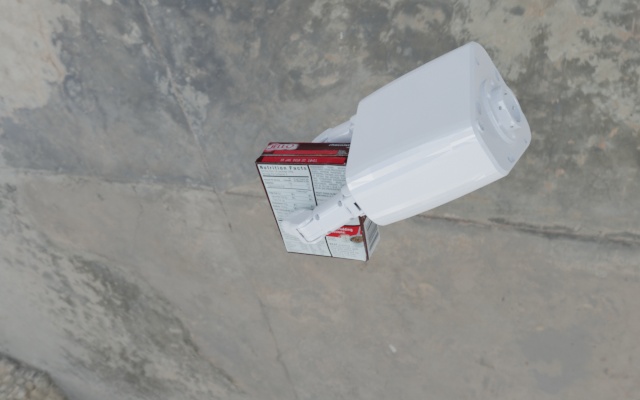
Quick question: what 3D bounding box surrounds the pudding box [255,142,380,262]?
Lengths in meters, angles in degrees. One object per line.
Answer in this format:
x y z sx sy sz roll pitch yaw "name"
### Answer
0.000 0.002 0.435 0.090 0.114 0.039 4 38 25 "pudding box"
